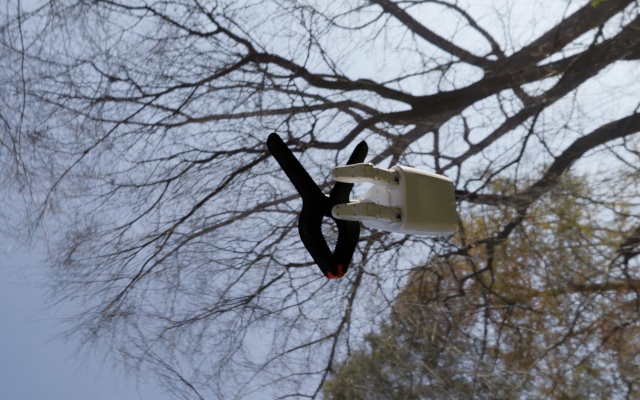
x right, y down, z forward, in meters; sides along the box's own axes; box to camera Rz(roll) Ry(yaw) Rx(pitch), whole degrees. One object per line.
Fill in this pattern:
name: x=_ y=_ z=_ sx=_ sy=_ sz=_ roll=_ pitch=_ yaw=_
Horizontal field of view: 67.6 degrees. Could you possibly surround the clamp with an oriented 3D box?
clamp: x=0.000 y=0.003 z=0.664 sx=0.164 sy=0.210 sz=0.036 roll=8 pitch=-16 yaw=-28
